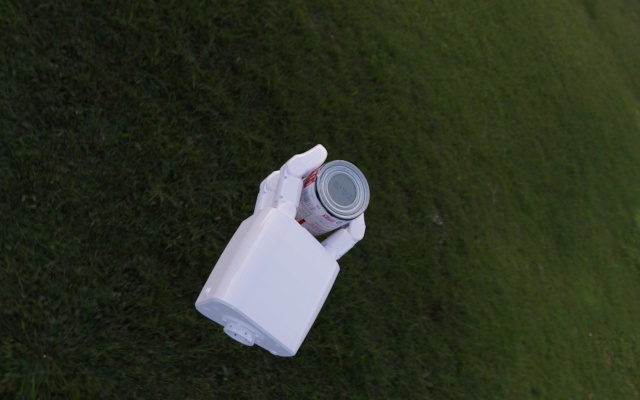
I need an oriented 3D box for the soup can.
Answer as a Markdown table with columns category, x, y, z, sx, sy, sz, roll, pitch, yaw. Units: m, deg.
| category | x | y | z | sx | sy | sz | roll | pitch | yaw |
| --- | --- | --- | --- | --- | --- | --- | --- | --- | --- |
| soup can | 0.001 | 0.001 | 0.540 | 0.068 | 0.068 | 0.102 | 0 | -16 | -30 |
